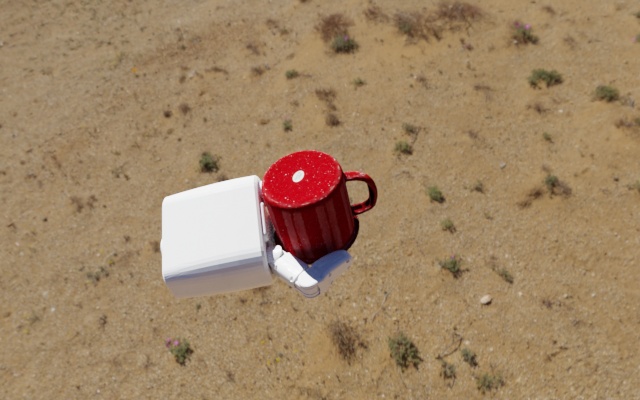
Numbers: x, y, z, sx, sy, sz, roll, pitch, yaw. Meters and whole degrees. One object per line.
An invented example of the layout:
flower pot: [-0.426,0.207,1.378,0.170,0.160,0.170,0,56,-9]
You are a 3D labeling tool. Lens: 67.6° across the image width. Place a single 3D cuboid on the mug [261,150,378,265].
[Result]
mug: [0.001,0.001,0.483,0.117,0.093,0.082,-12,-44,3]
